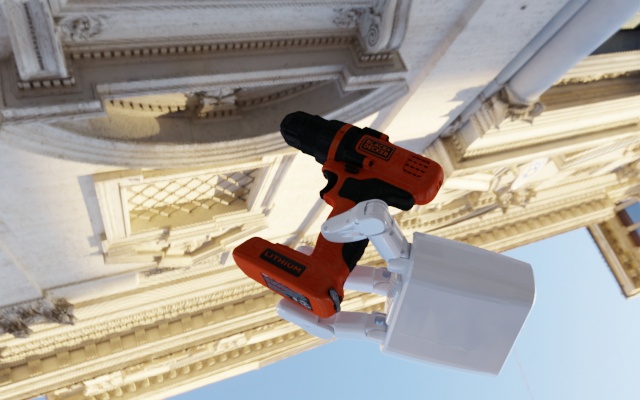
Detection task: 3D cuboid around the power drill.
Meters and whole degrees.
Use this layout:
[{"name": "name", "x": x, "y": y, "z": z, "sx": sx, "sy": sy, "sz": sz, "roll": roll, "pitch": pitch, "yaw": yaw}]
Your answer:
[{"name": "power drill", "x": 0.000, "y": 0.002, "z": 0.461, "sx": 0.184, "sy": 0.187, "sz": 0.057, "roll": 25, "pitch": -24, "yaw": 24}]
